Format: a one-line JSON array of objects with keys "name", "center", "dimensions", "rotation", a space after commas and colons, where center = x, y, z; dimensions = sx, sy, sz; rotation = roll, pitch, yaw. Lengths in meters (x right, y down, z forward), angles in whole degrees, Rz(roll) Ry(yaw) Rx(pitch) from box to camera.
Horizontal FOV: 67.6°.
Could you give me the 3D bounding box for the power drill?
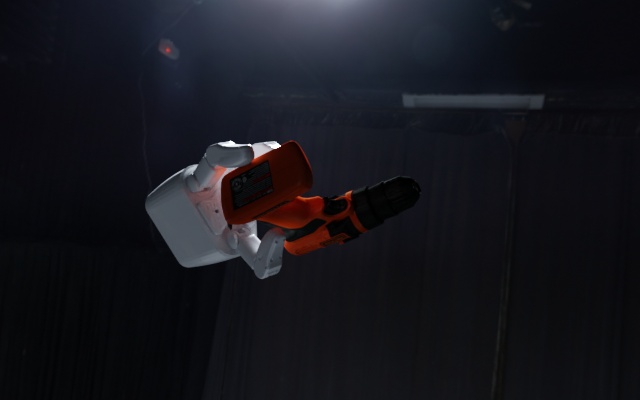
[{"name": "power drill", "center": [0.000, 0.002, 0.521], "dimensions": [0.184, 0.057, 0.188], "rotation": [-26, -29, 23]}]
